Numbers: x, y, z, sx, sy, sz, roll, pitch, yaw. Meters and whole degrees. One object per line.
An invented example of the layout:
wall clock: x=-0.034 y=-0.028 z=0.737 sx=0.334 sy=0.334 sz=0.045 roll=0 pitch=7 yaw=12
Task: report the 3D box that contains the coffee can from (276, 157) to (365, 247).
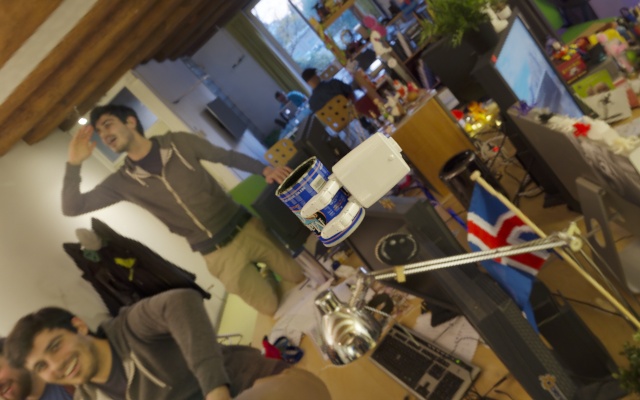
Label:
coffee can: x=0.000 y=0.003 z=0.900 sx=0.103 sy=0.140 sz=0.102 roll=-40 pitch=15 yaw=13
